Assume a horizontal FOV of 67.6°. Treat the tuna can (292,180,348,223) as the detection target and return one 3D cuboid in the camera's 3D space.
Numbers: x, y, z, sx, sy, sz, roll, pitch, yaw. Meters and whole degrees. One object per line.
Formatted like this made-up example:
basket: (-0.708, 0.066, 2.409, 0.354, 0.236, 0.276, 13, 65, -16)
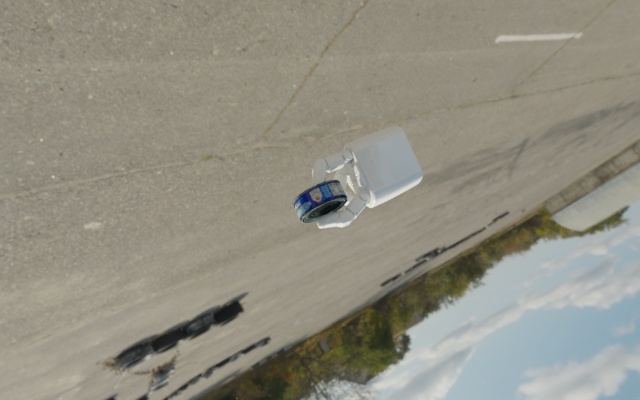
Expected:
tuna can: (0.000, 0.003, 0.772, 0.086, 0.033, 0.086, -24, -16, -7)
